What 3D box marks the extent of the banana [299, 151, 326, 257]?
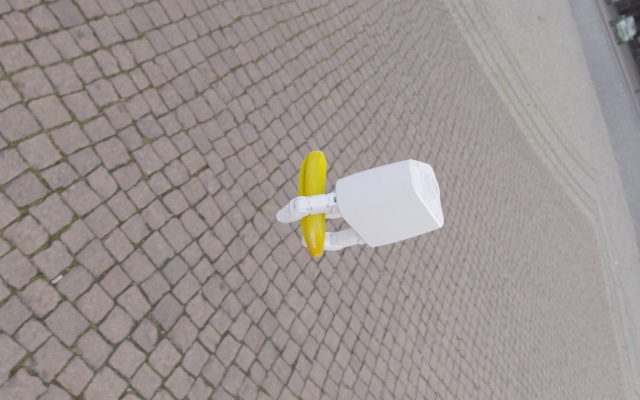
[{"bbox_3d":[-0.007,-0.013,0.695,0.037,0.197,0.070,-15,-48,18],"label":"banana"}]
